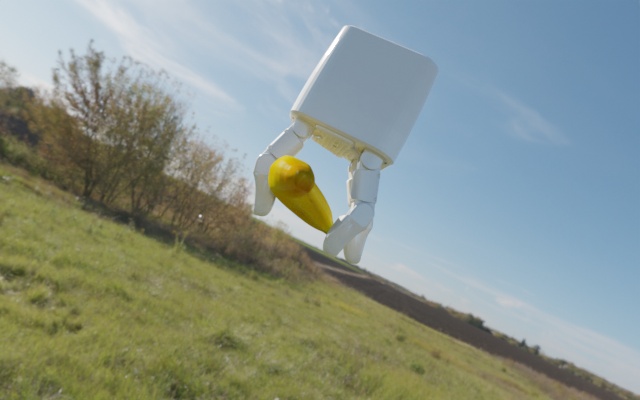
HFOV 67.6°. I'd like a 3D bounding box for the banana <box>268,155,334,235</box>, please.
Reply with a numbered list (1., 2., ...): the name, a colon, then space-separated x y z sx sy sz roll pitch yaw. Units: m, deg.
1. banana: -0.014 -0.007 0.440 0.069 0.037 0.198 31 -7 19
